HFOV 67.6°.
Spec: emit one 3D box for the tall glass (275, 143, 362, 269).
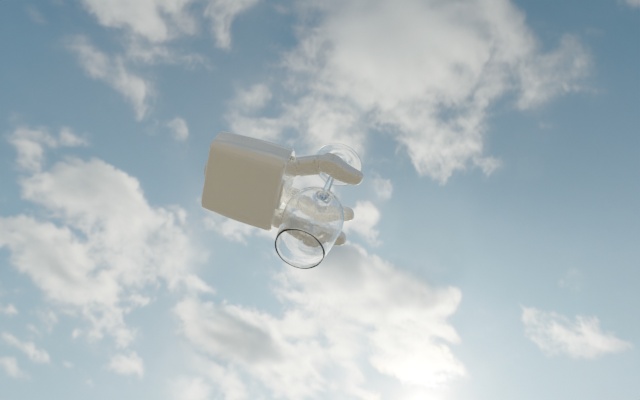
[{"bbox_3d":[0.000,0.002,0.638,0.079,0.079,0.201,0,34,18],"label":"tall glass"}]
